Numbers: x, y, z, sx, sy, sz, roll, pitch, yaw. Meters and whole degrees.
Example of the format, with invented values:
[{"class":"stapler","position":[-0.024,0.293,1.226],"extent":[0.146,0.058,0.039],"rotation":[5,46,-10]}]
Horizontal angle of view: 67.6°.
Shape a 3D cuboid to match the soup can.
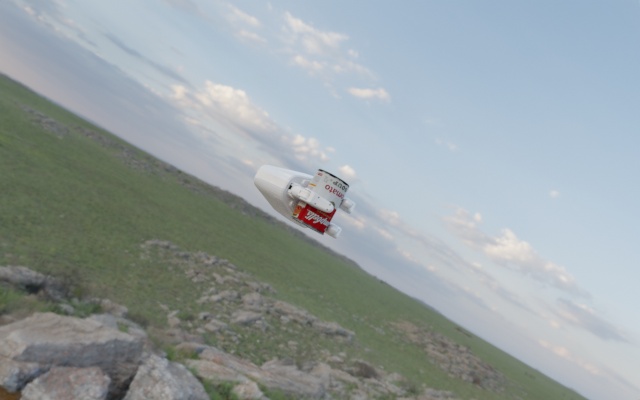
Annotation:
[{"class":"soup can","position":[0.001,0.003,0.865],"extent":[0.068,0.102,0.068],"rotation":[29,-5,3]}]
